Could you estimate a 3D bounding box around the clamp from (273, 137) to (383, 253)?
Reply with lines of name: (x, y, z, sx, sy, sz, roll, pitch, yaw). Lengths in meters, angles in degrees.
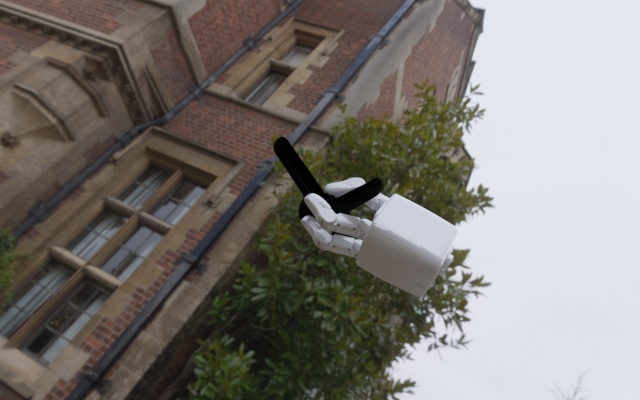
clamp: (0.001, 0.002, 0.705, 0.164, 0.036, 0.210, 30, -33, 15)
